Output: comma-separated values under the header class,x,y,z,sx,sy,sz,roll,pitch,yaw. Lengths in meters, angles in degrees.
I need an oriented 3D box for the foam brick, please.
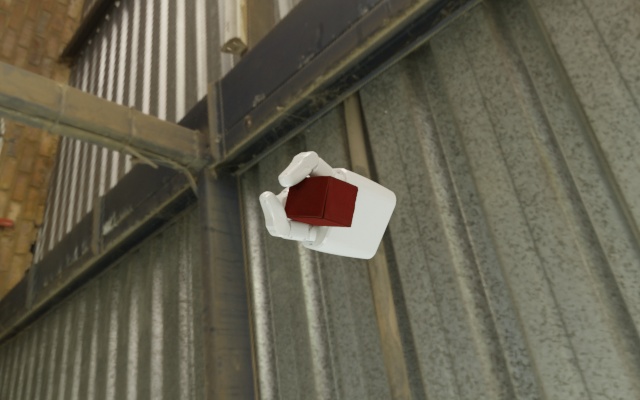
class,x,y,z,sx,sy,sz,roll,pitch,yaw
foam brick,0.000,0.002,0.592,0.051,0.053,0.078,20,-12,-39
